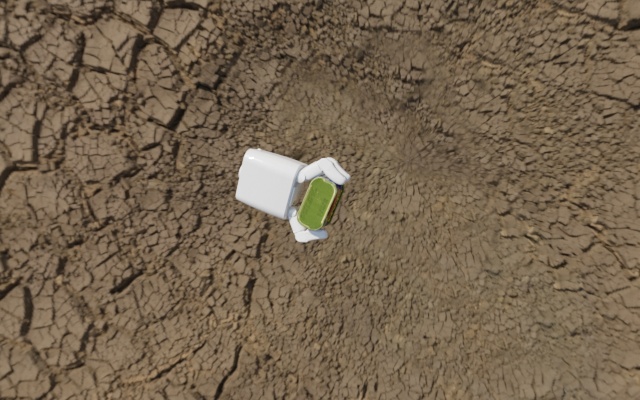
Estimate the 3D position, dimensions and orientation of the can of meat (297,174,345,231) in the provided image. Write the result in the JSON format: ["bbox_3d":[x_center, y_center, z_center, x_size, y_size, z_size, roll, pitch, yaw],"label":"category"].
[{"bbox_3d":[0.000,0.003,0.897,0.057,0.102,0.084,24,9,8],"label":"can of meat"}]
